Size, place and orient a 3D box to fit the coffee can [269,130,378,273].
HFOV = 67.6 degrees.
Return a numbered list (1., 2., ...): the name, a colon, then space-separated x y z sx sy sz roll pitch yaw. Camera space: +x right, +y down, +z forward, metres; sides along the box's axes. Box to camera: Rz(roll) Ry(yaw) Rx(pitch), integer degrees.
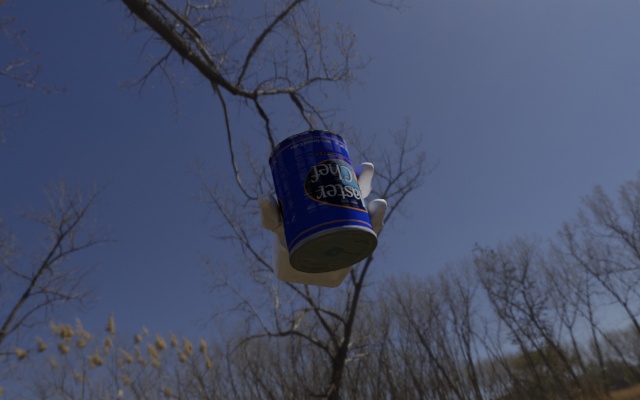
1. coffee can: 0.000 0.002 0.572 0.103 0.140 0.103 -11 -31 -7
